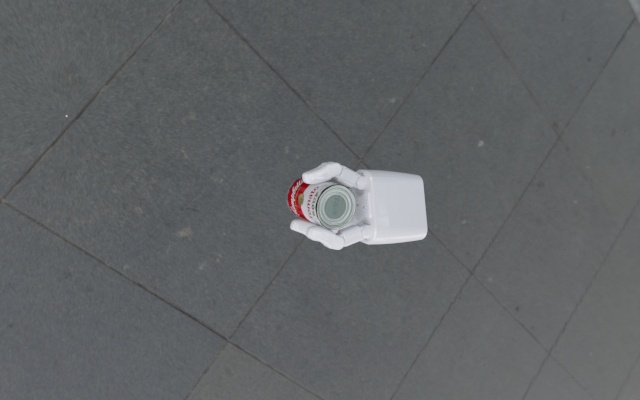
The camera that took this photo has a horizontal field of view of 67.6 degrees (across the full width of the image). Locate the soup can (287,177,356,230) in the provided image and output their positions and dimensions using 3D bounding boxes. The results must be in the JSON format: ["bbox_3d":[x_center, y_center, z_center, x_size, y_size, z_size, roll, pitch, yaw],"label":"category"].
[{"bbox_3d":[0.000,0.002,0.723,0.068,0.068,0.102,0,9,-28],"label":"soup can"}]
